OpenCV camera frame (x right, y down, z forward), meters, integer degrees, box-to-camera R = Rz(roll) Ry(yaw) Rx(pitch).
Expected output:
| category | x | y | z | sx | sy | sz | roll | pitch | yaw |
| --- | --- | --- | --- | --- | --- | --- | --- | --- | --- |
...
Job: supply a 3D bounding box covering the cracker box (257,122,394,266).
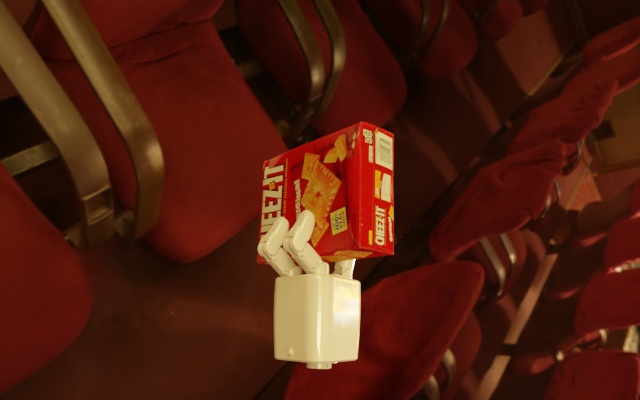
| category | x | y | z | sx | sy | sz | roll | pitch | yaw |
| --- | --- | --- | --- | --- | --- | --- | --- | --- | --- |
| cracker box | 0.000 | 0.002 | 0.661 | 0.072 | 0.164 | 0.214 | 16 | -20 | -40 |
